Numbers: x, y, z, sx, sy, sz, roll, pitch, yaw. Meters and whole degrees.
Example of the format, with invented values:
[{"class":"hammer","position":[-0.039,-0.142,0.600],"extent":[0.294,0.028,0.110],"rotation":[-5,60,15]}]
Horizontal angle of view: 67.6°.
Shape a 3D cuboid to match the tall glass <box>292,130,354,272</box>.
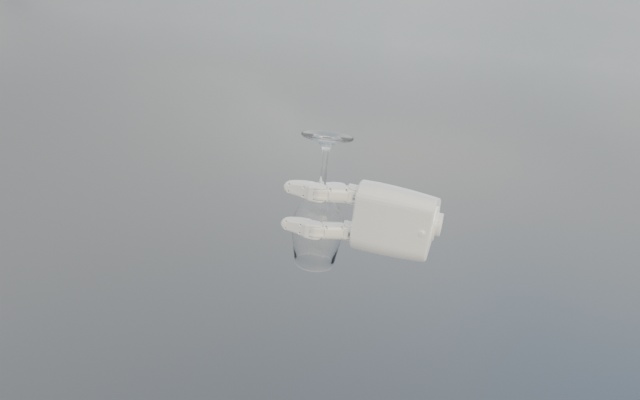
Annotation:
[{"class":"tall glass","position":[0.000,0.002,0.702],"extent":[0.079,0.201,0.079],"rotation":[6,19,-2]}]
